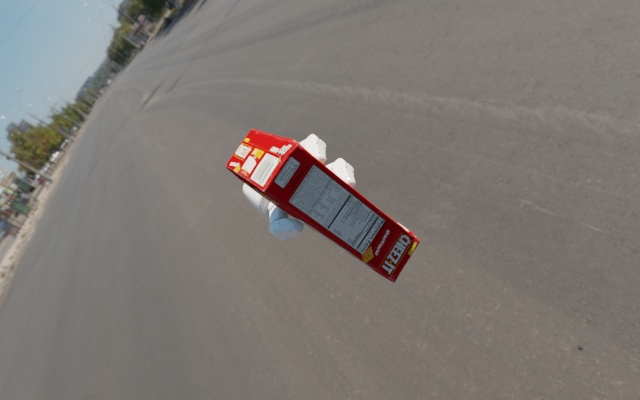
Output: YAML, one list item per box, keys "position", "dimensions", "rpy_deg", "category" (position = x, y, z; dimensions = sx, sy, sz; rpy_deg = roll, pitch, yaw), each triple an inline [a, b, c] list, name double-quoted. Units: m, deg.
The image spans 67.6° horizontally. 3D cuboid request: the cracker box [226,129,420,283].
- position: [0.000, 0.002, 0.608]
  dimensions: [0.214, 0.072, 0.164]
  rpy_deg: [36, -4, -28]
  category: "cracker box"
